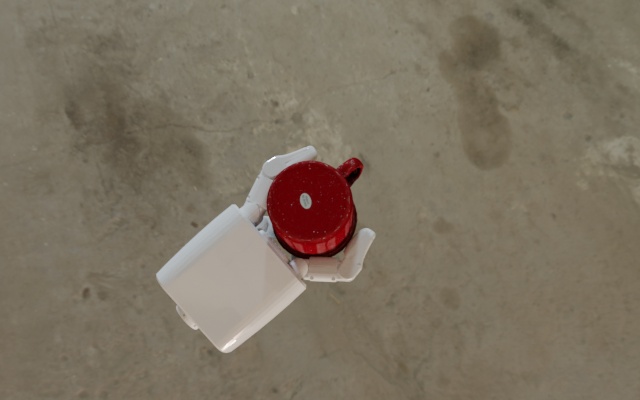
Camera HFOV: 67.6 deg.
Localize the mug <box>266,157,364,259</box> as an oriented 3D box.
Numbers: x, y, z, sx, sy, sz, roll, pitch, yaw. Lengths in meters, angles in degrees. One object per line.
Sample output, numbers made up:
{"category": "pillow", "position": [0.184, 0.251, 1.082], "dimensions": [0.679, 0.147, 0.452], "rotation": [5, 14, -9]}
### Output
{"category": "mug", "position": [0.001, 0.001, 0.480], "dimensions": [0.117, 0.093, 0.081], "rotation": [-42, -12, -7]}
